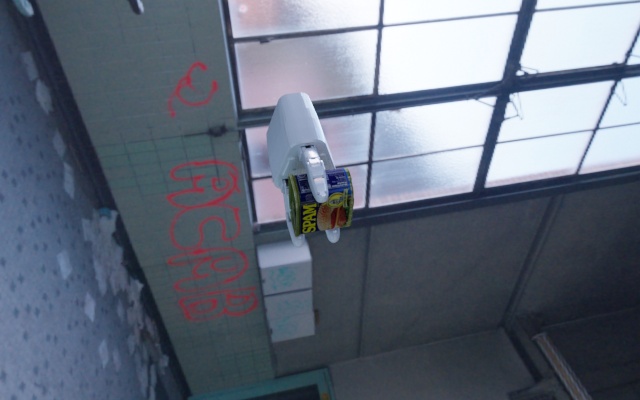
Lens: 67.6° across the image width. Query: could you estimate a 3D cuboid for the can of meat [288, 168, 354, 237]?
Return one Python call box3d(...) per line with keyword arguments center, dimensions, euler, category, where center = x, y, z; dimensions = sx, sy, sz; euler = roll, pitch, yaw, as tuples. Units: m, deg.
box3d(center=(0.000, 0.002, 0.685), dimensions=(0.084, 0.057, 0.102), euler=(-9, -37, -9), category="can of meat")
